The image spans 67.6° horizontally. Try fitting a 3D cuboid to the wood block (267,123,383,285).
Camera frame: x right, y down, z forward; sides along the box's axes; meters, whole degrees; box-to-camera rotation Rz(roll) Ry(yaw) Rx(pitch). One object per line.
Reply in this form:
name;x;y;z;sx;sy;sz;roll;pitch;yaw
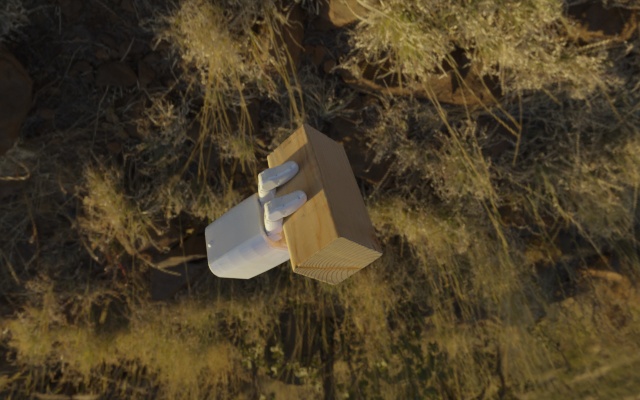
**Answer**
wood block;0.000;0.003;0.682;0.090;0.206;0.091;-38;-42;26
